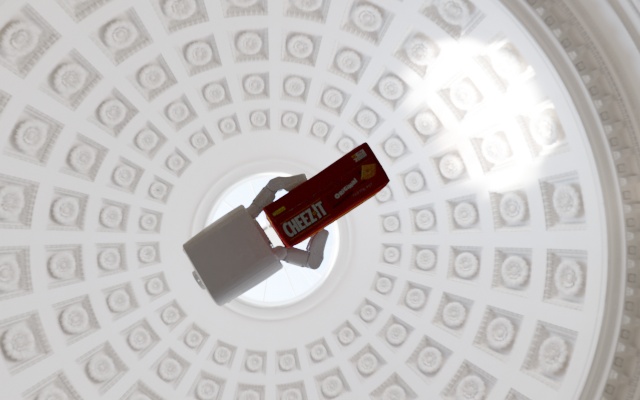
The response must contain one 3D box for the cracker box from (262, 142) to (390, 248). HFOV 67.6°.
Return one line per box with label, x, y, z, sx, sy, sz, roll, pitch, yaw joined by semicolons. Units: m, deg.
cracker box;0.000;0.002;0.718;0.164;0.072;0.214;-34;-1;-7
